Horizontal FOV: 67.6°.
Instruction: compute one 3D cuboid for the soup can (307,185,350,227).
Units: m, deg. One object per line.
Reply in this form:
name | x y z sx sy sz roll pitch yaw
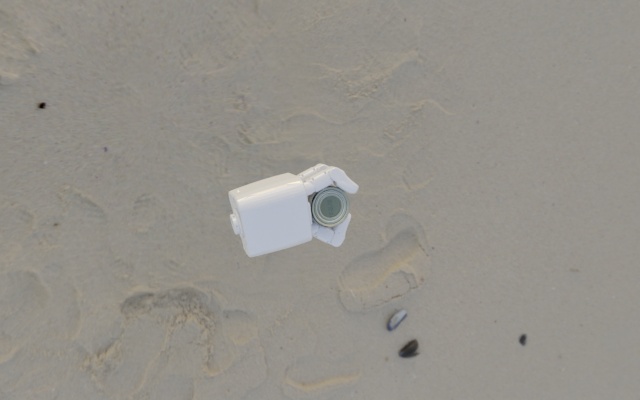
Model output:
soup can | 0.001 0.003 0.798 0.068 0.068 0.102 0 9 -19
